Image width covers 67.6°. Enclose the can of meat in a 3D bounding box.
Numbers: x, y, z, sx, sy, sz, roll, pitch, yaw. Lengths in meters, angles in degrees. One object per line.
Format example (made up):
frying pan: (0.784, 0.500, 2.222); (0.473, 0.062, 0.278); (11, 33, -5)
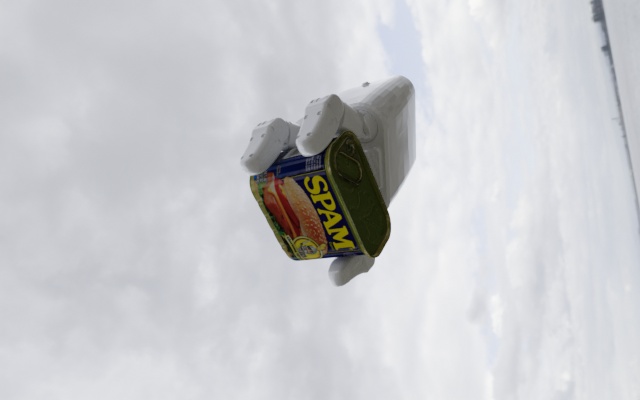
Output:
can of meat: (0.000, 0.001, 0.402); (0.084, 0.102, 0.057); (-10, 26, 34)
